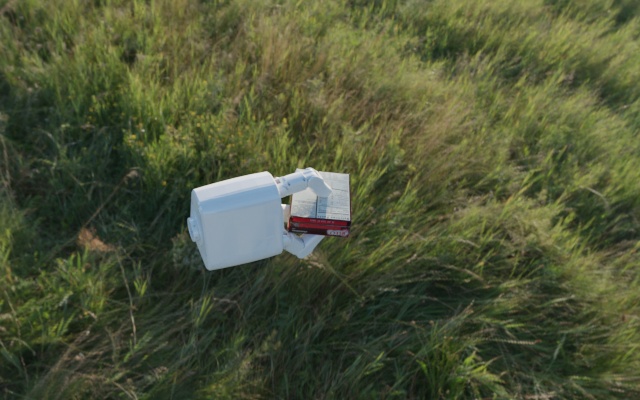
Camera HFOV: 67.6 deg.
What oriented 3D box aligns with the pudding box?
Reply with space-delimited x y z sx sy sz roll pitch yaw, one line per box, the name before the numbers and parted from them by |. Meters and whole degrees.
pudding box | 0.000 0.002 0.712 0.090 0.039 0.113 6 43 -3
